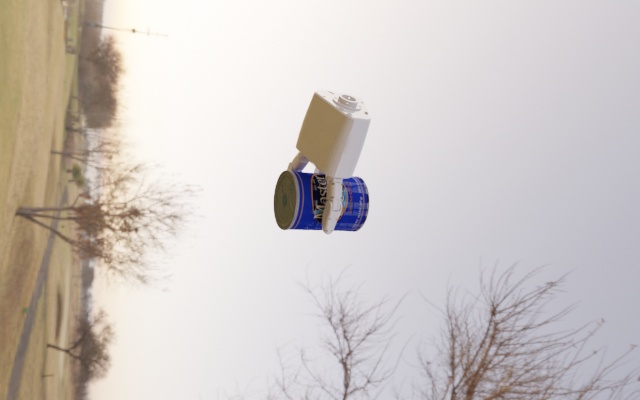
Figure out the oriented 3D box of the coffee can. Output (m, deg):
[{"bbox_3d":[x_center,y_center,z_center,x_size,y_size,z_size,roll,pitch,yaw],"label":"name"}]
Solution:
[{"bbox_3d":[0.000,0.003,0.842,0.140,0.103,0.103,3,-1,-26],"label":"coffee can"}]
